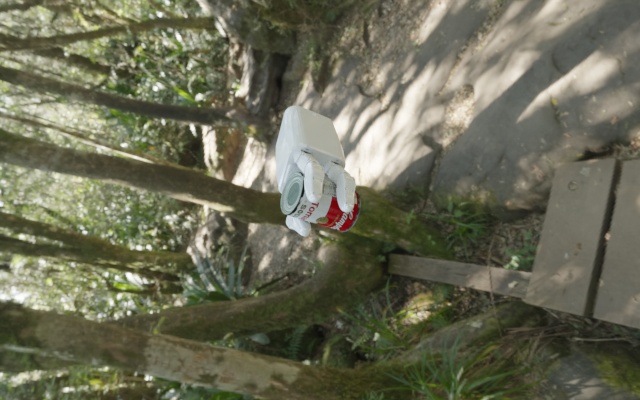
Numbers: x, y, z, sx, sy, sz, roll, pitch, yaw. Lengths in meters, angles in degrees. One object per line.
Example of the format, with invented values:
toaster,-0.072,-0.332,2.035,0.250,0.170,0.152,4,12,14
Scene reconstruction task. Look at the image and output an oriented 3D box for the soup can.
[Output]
soup can,0.000,0.003,0.716,0.102,0.068,0.068,18,-9,-28
